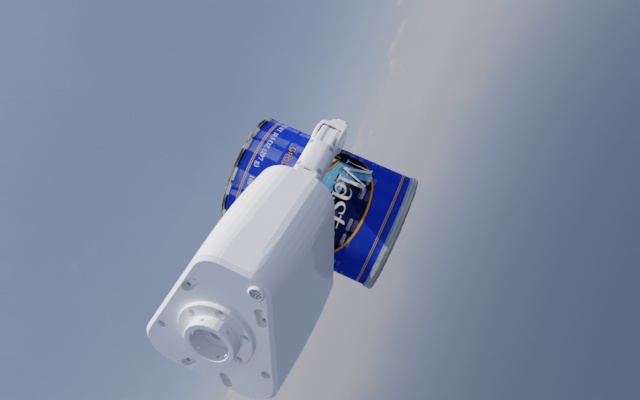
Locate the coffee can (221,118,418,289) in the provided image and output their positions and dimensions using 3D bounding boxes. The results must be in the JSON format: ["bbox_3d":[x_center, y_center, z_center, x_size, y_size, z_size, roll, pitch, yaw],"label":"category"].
[{"bbox_3d":[0.000,0.001,0.420,0.140,0.103,0.103,24,2,6],"label":"coffee can"}]
